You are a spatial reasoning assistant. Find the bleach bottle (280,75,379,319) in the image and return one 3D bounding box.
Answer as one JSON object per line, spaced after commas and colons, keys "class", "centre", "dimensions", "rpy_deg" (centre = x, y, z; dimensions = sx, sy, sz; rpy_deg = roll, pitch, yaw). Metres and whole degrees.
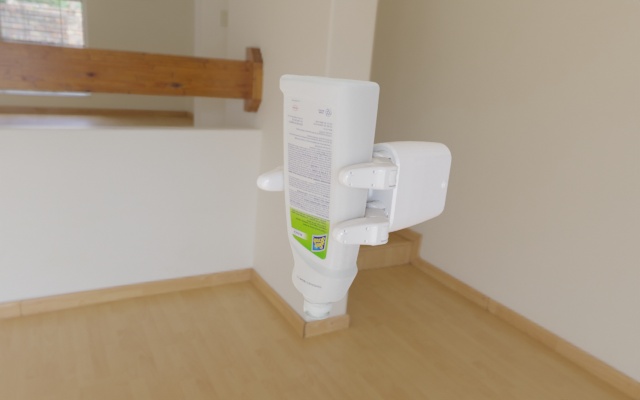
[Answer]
{"class": "bleach bottle", "centre": [0.000, 0.002, 0.498], "dimensions": [0.068, 0.251, 0.102], "rpy_deg": [-10, 21, -42]}
